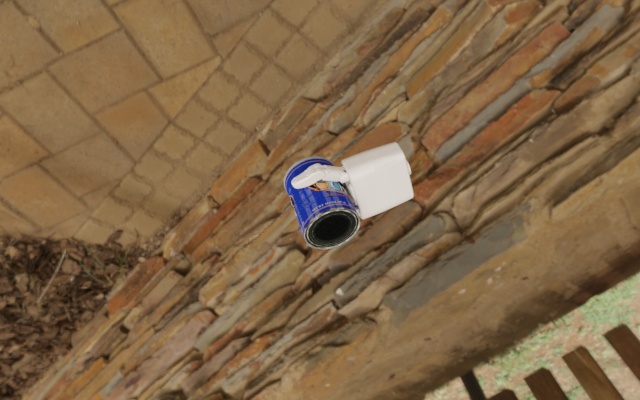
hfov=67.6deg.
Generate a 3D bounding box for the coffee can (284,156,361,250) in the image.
[{"bbox_3d":[0.000,0.003,0.863,0.103,0.103,0.140,0,43,-24],"label":"coffee can"}]
